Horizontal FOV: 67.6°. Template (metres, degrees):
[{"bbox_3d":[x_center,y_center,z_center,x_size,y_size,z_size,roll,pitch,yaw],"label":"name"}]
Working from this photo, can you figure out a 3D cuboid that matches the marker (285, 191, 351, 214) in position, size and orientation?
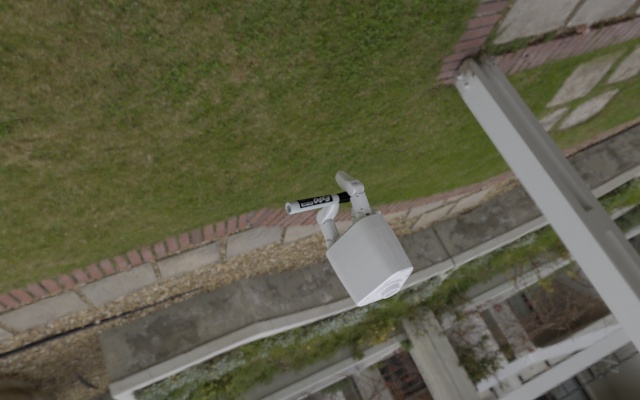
[{"bbox_3d":[0.000,0.002,0.757,0.121,0.020,0.020,-11,6,-35],"label":"marker"}]
